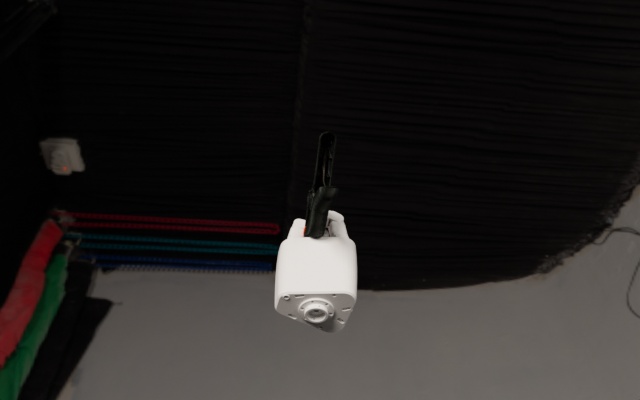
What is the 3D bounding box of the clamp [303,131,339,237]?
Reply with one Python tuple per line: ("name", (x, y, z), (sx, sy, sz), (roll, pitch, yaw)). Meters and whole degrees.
("clamp", (-0.001, 0.002, 0.677), (0.039, 0.172, 0.120), (8, 38, -1))
